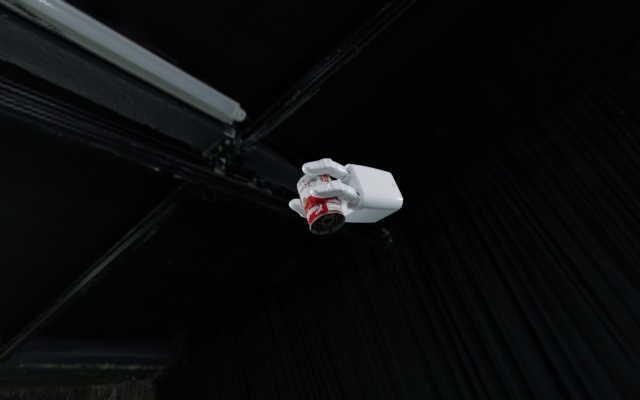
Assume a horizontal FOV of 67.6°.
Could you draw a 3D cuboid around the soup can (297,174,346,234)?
[{"bbox_3d":[0.000,0.003,0.897,0.068,0.102,0.069,-13,-34,-9],"label":"soup can"}]
